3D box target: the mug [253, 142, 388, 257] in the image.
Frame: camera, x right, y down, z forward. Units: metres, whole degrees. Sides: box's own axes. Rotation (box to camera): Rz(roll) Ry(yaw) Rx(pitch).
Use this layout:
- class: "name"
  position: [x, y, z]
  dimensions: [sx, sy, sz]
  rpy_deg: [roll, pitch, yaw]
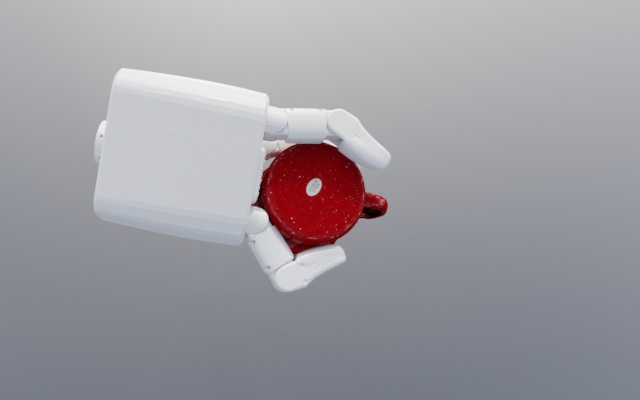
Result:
- class: "mug"
  position: [0.002, 0.002, 0.404]
  dimensions: [0.117, 0.093, 0.081]
  rpy_deg: [9, -13, -11]
